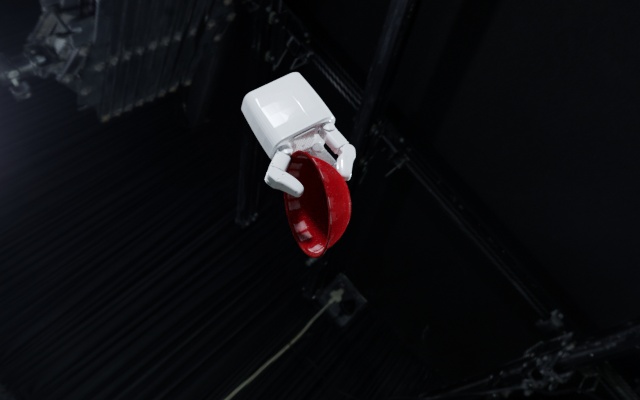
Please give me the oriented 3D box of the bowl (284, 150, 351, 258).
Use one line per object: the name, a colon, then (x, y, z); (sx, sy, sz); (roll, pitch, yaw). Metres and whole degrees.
bowl: (0.001, 0.004, 0.717); (0.055, 0.162, 0.162); (-9, 4, -25)
